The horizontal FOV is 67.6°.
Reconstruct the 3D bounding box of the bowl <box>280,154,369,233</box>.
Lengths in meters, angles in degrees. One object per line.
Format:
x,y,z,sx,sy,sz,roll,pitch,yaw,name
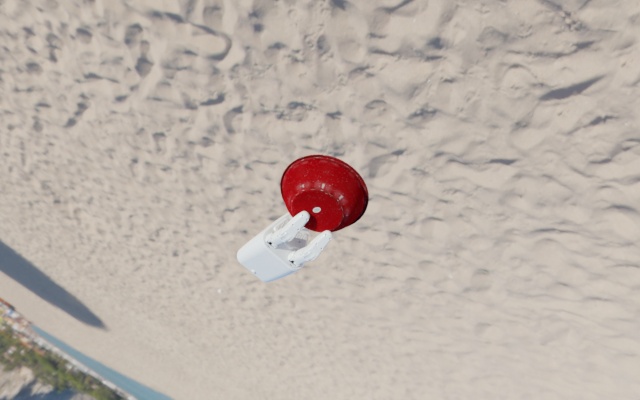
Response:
0.001,0.002,0.826,0.162,0.162,0.055,0,36,16,bowl
